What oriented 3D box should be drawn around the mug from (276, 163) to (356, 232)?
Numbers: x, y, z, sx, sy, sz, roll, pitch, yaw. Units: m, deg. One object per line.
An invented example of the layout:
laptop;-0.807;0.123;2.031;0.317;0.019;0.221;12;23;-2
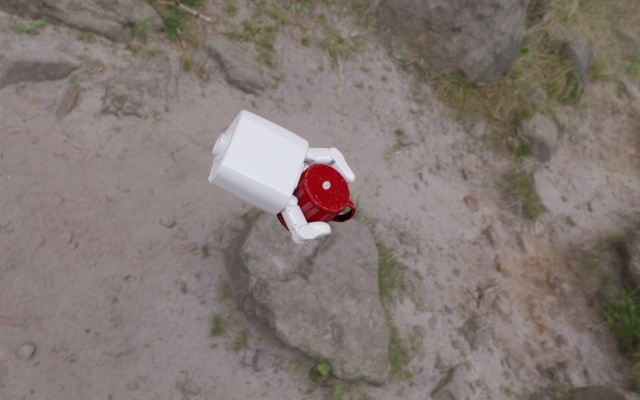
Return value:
mug;0.001;0.003;0.717;0.117;0.093;0.081;25;-38;-22
